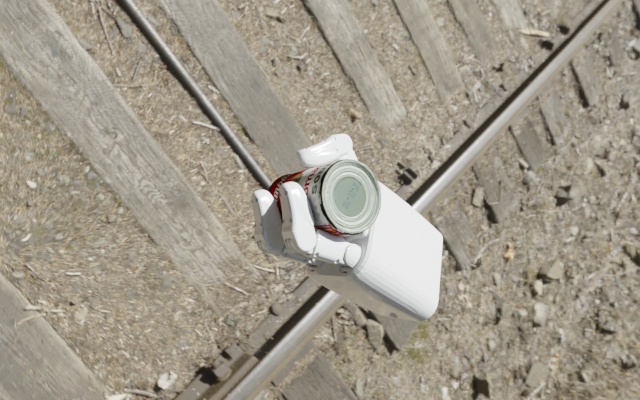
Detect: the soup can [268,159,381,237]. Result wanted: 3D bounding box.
[{"bbox_3d":[0.000,0.001,0.452,0.068,0.068,0.102,0,-5,-34],"label":"soup can"}]
